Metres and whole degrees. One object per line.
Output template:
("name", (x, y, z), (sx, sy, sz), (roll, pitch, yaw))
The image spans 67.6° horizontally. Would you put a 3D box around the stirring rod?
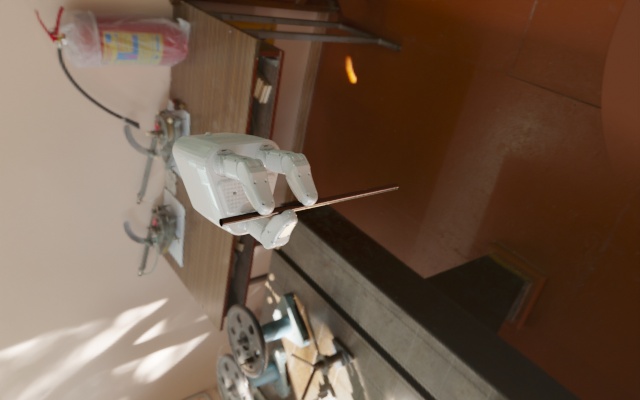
("stirring rod", (0.000, 0.002, 0.522), (0.239, 0.011, 0.011), (-12, 7, -37))
